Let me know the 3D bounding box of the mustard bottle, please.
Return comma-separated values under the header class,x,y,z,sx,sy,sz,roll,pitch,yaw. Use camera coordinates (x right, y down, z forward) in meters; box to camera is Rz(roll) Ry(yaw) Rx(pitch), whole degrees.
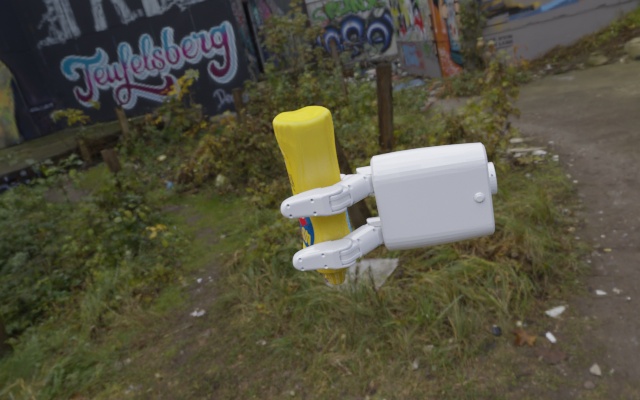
class,x,y,z,sx,sy,sz,roll,pitch,yaw
mustard bottle,0.000,0.001,0.503,0.058,0.192,0.096,-16,19,-8
